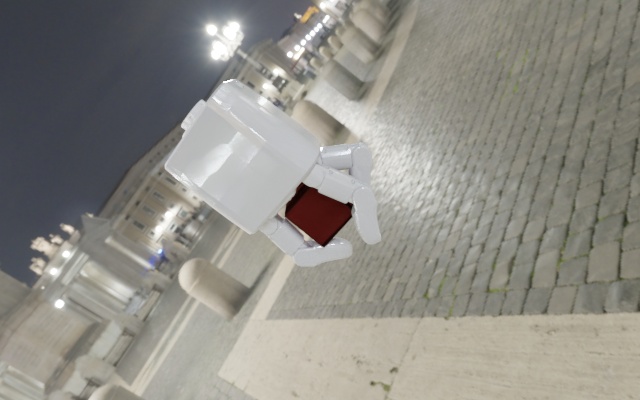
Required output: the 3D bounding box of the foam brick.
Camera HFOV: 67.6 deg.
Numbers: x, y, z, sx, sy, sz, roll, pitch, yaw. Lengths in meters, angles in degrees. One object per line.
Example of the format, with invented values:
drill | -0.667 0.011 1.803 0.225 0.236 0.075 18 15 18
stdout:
foam brick | 0.000 0.002 0.494 0.051 0.053 0.078 39 12 -12
